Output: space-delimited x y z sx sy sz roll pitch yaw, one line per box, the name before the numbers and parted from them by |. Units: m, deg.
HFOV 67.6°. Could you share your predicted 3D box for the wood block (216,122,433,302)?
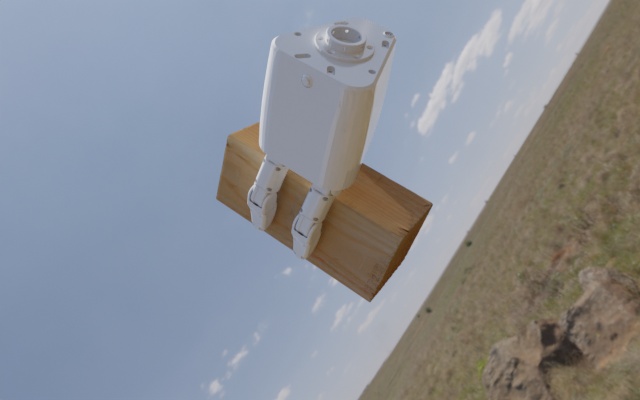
wood block | 0.000 0.001 0.515 0.206 0.090 0.090 32 38 17
